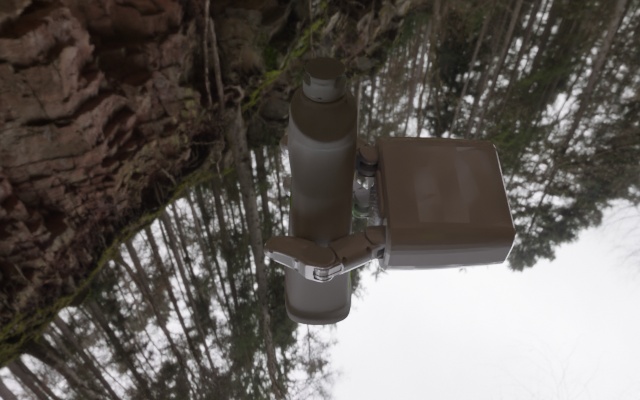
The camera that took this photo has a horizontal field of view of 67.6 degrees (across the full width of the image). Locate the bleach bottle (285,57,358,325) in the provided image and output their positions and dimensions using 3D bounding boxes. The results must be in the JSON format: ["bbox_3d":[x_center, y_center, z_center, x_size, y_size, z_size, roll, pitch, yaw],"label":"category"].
[{"bbox_3d":[0.000,0.001,0.412,0.068,0.102,0.251,-1,-43,-3],"label":"bleach bottle"}]
